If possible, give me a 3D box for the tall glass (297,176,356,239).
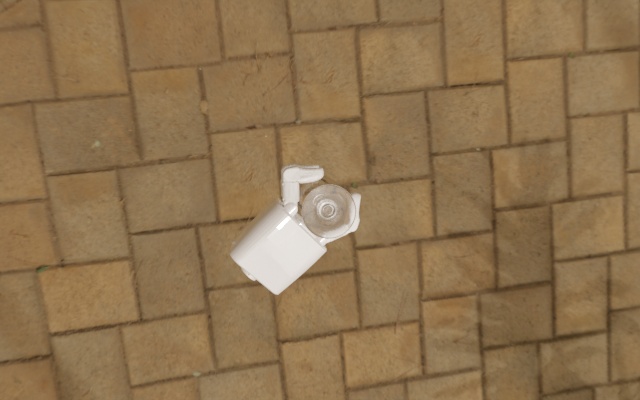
[{"bbox_3d":[0.000,0.002,0.740,0.079,0.079,0.201,0,8,-6],"label":"tall glass"}]
